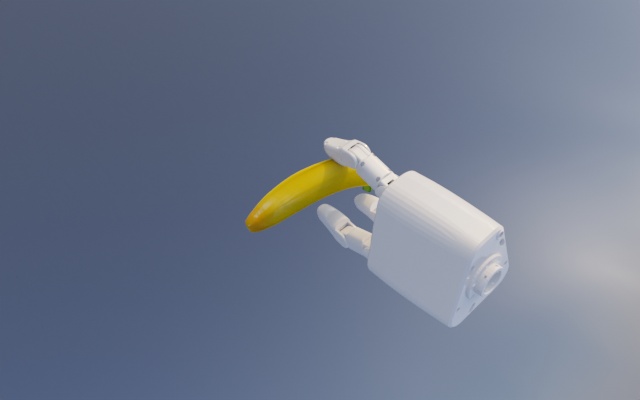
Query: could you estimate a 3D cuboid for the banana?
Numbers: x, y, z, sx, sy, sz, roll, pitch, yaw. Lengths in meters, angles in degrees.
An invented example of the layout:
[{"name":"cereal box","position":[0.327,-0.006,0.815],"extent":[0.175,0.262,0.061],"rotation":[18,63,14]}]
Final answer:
[{"name":"banana","position":[0.007,-0.014,0.524],"extent":[0.198,0.070,0.037],"rotation":[-16,44,-41]}]
